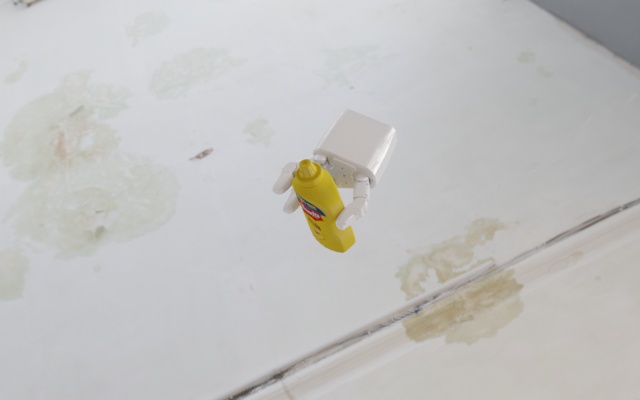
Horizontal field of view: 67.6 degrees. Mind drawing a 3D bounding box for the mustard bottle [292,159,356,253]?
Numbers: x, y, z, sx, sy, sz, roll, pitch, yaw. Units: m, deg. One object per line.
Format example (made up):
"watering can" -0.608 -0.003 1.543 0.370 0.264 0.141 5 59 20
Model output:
"mustard bottle" 0.000 0.003 0.765 0.096 0.058 0.192 40 -19 36
